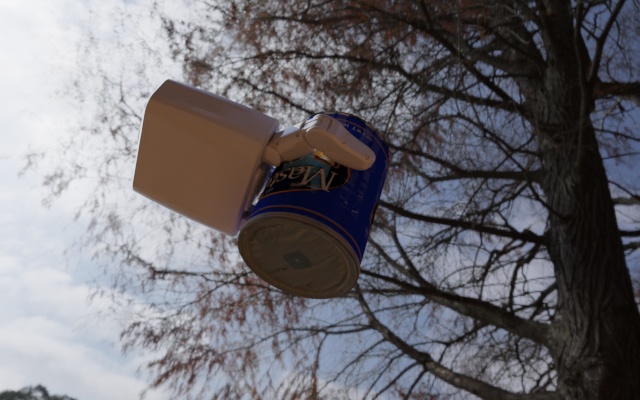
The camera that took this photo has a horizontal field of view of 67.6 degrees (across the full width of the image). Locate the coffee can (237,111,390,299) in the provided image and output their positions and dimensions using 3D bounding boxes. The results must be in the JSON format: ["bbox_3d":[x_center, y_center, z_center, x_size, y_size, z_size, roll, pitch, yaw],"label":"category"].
[{"bbox_3d":[0.000,0.002,0.430,0.103,0.103,0.140,0,44,23],"label":"coffee can"}]
